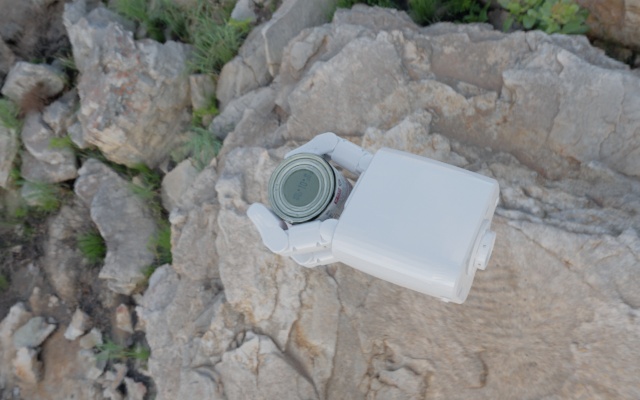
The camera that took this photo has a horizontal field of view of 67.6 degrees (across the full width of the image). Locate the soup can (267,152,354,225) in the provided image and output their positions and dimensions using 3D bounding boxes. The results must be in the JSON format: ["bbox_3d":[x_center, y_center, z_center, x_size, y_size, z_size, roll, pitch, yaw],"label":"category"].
[{"bbox_3d":[0.000,0.001,0.466,0.068,0.068,0.102,0,-15,22],"label":"soup can"}]
